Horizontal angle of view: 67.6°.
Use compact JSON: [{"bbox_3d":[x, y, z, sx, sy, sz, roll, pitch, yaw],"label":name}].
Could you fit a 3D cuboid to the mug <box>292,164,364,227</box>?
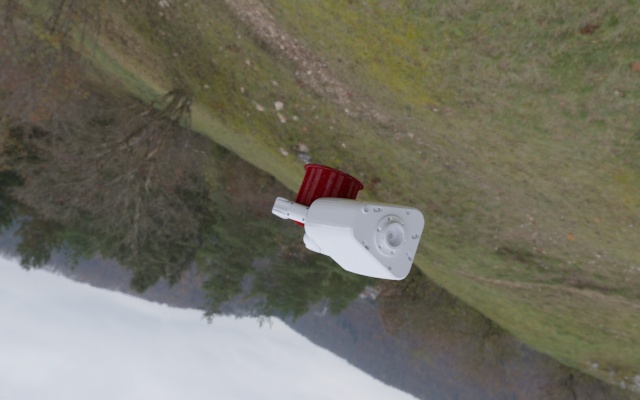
[{"bbox_3d":[-0.001,0.002,0.705,0.093,0.081,0.117,26,-12,-27],"label":"mug"}]
